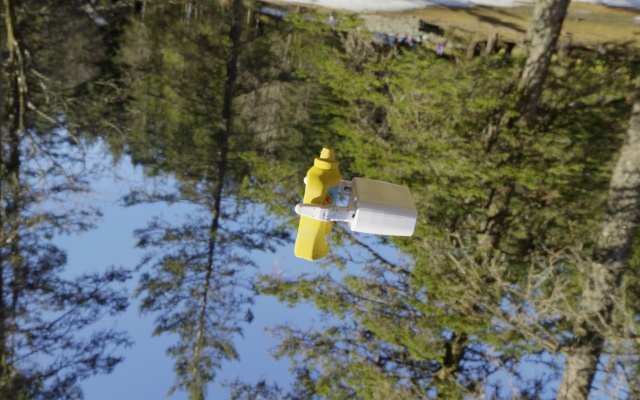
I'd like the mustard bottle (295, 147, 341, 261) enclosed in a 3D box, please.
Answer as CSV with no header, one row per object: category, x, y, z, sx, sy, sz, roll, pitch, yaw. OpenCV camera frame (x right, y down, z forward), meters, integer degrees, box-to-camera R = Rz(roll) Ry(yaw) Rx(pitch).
mustard bottle,0.000,0.003,0.839,0.058,0.192,0.096,14,15,17
